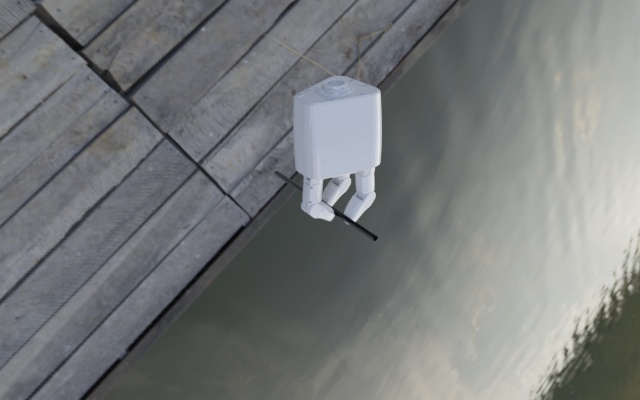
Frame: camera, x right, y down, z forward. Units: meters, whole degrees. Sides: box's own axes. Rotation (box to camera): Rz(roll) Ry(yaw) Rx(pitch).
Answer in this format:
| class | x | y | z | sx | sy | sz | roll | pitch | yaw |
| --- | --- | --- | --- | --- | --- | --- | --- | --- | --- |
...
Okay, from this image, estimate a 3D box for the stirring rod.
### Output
| class | x | y | z | sx | sy | sz | roll | pitch | yaw |
| --- | --- | --- | --- | --- | --- | --- | --- | --- | --- |
| stirring rod | 0.000 | 0.002 | 0.725 | 0.011 | 0.011 | 0.239 | 0 | 24 | -43 |
